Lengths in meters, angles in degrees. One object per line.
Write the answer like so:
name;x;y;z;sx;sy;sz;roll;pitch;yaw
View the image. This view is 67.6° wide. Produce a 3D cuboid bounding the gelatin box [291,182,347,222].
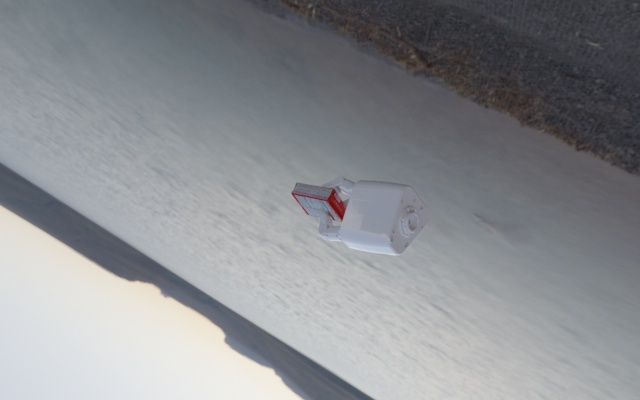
gelatin box;0.000;0.003;0.888;0.089;0.030;0.073;10;-28;35
